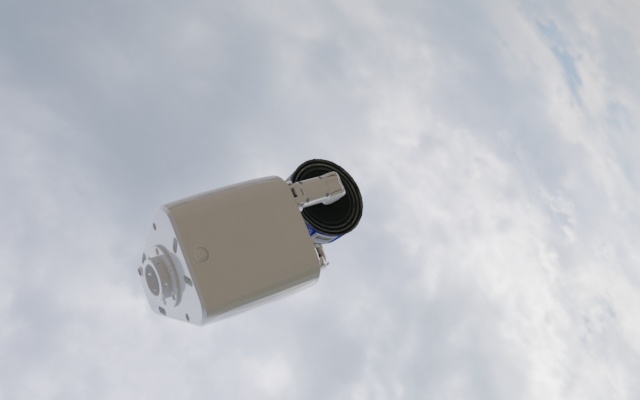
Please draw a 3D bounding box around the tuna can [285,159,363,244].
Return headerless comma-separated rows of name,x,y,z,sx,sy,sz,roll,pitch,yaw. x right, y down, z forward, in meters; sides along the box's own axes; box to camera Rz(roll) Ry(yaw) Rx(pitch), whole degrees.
tuna can,0.000,0.002,0.499,0.086,0.086,0.034,0,-23,-33
